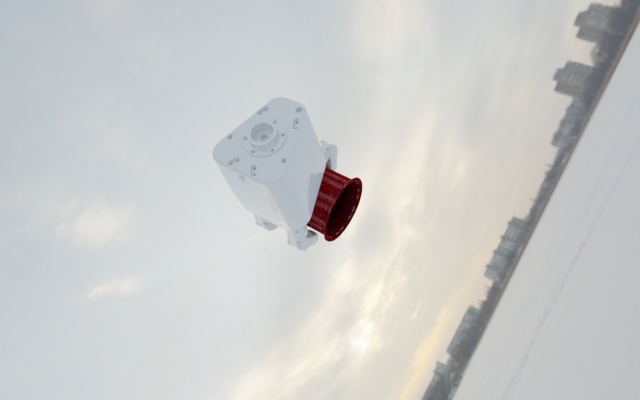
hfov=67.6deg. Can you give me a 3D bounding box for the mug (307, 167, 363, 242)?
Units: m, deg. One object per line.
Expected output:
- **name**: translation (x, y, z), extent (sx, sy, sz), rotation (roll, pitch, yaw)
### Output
- **mug**: translation (0.000, 0.003, 0.650), extent (0.081, 0.093, 0.117), rotation (27, -21, 23)
